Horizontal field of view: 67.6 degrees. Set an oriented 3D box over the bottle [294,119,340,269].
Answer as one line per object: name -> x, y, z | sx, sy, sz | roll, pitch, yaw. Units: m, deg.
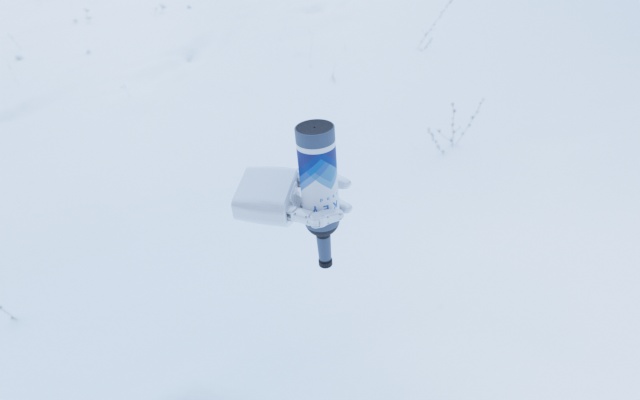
bottle -> 0.000, 0.003, 0.860 | 0.069, 0.296, 0.069 | -3, 33, 2
